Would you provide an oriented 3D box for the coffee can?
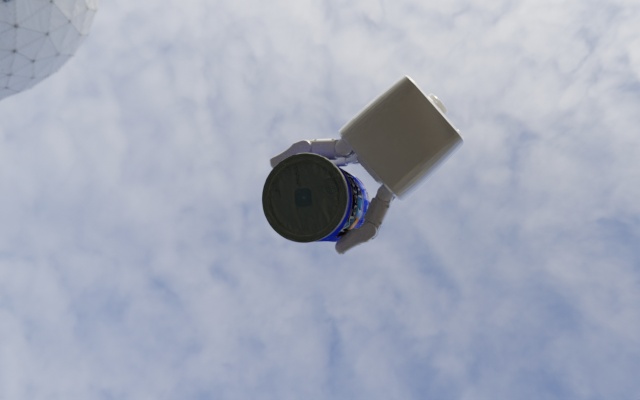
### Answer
[{"bbox_3d":[0.000,0.002,0.605,0.103,0.103,0.140,0,-4,16],"label":"coffee can"}]
